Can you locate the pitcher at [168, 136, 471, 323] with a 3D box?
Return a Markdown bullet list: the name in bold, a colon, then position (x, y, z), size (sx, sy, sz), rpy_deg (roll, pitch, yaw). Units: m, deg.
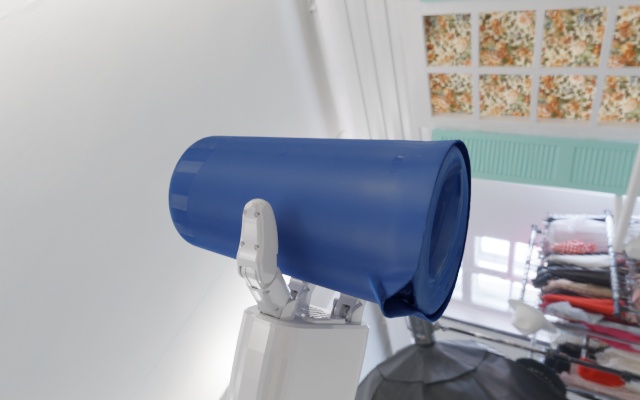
- **pitcher**: position (0.000, 0.002, 0.408), size (0.243, 0.145, 0.149), rpy_deg (9, -2, 28)
